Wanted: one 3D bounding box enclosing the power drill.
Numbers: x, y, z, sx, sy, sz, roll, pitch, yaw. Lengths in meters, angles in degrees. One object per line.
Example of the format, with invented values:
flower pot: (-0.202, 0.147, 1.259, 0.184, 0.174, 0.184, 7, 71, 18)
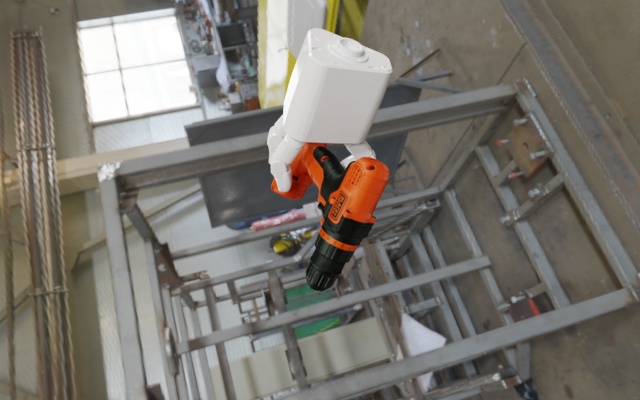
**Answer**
power drill: (0.000, 0.002, 0.641, 0.057, 0.184, 0.187, 14, 20, -37)
